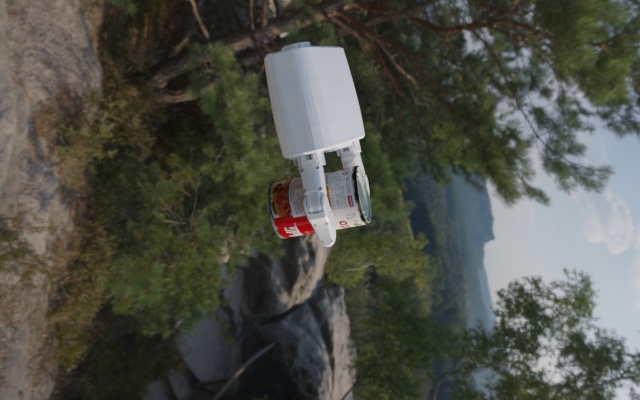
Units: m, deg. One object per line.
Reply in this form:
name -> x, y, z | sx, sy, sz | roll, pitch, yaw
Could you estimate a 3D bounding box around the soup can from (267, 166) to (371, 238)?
soup can -> 0.000, 0.002, 0.539 | 0.102, 0.068, 0.068 | -10, -3, 15
